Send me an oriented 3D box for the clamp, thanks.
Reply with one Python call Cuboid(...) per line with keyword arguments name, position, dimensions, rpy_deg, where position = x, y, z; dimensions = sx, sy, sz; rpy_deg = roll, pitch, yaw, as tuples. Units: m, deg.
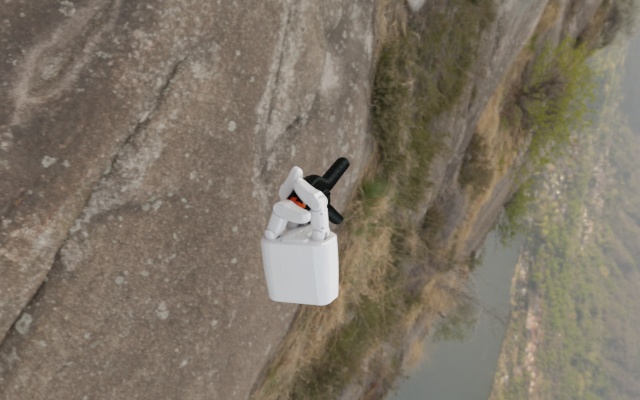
Cuboid(name="clamp", position=(0.001, 0.003, 0.795), dimensions=(0.039, 0.120, 0.171), rpy_deg=(8, 21, 33))
